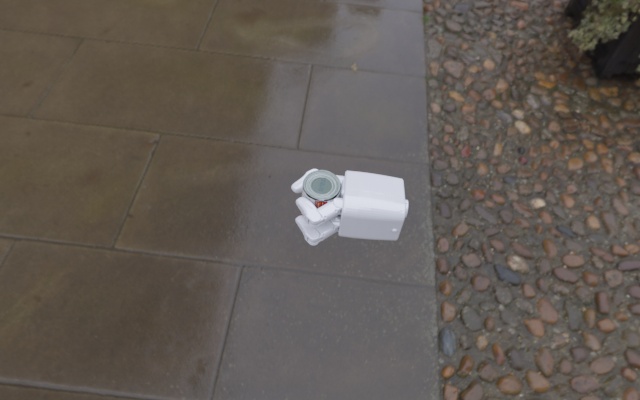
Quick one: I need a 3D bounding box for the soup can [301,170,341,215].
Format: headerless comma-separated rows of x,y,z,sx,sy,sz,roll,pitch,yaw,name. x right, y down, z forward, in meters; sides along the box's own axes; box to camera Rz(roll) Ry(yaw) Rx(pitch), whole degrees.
0.000,0.002,0.849,0.068,0.068,0.102,0,-36,-4,soup can
